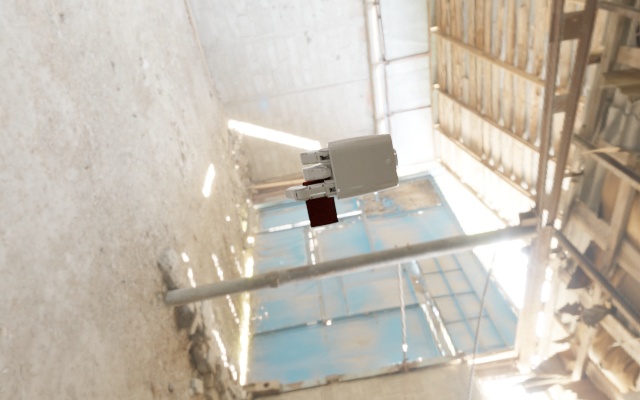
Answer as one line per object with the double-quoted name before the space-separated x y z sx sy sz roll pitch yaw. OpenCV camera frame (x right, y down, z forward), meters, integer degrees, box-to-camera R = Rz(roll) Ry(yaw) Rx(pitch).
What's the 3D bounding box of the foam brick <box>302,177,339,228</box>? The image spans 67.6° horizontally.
"foam brick" 0.000 0.003 0.840 0.051 0.078 0.053 -11 10 0
